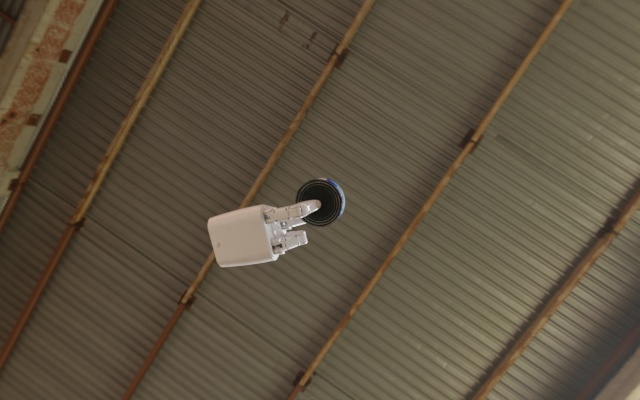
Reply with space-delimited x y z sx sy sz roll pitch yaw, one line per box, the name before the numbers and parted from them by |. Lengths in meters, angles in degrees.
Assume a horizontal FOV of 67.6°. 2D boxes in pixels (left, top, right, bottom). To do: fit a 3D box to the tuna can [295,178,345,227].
tuna can | 0.000 0.003 0.848 0.086 0.086 0.033 0 8 15
